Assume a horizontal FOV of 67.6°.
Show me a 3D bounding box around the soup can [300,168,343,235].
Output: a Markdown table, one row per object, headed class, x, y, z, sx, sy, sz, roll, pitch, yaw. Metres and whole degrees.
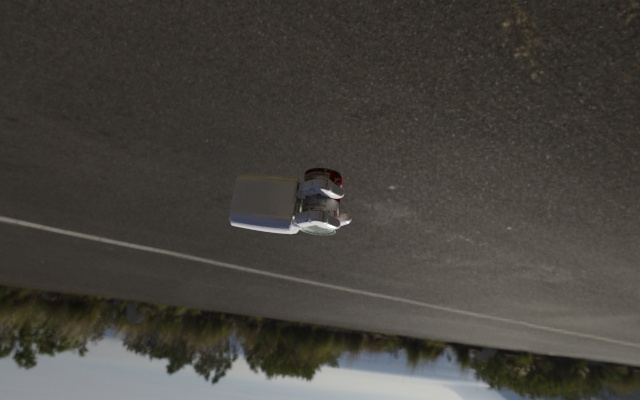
| class | x | y | z | sx | sy | sz | roll | pitch | yaw |
| --- | --- | --- | --- | --- | --- | --- | --- | --- | --- |
| soup can | 0.001 | 0.003 | 0.832 | 0.068 | 0.102 | 0.068 | 6 | -19 | 2 |
